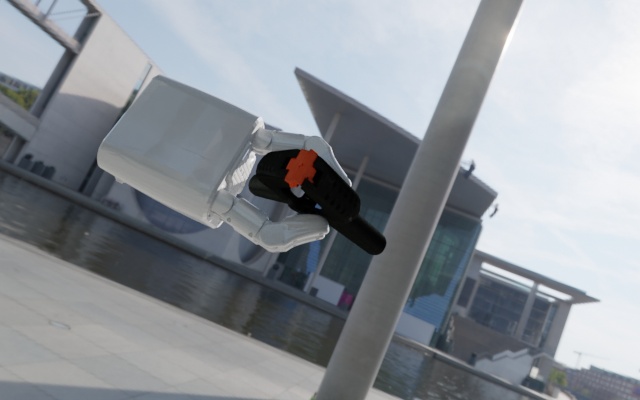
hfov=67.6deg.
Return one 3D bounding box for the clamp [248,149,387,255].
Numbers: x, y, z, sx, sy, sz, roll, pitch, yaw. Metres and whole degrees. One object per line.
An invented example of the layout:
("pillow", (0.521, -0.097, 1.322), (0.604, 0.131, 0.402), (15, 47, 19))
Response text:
("clamp", (0.000, 0.001, 0.437), (0.164, 0.036, 0.210), (27, -9, 1))
